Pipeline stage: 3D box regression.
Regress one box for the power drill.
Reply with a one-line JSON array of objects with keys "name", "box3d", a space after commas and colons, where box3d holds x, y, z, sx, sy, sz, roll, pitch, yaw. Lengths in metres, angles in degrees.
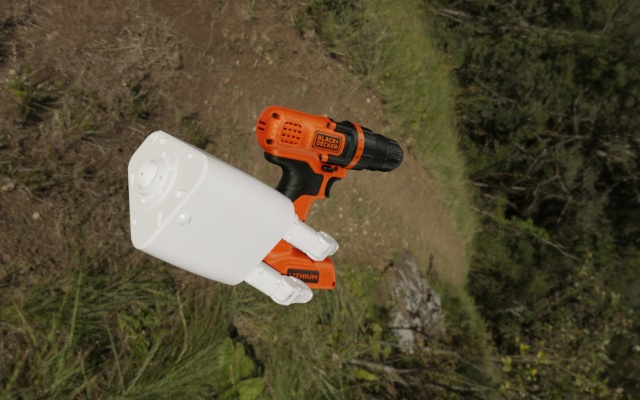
[{"name": "power drill", "box3d": [0.000, 0.002, 0.530, 0.184, 0.187, 0.057, 9, 8, -31]}]
